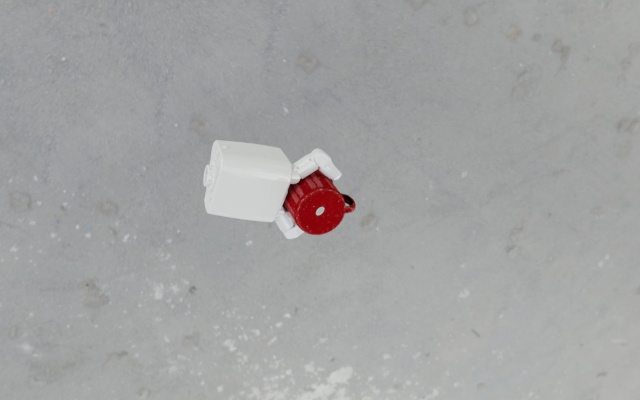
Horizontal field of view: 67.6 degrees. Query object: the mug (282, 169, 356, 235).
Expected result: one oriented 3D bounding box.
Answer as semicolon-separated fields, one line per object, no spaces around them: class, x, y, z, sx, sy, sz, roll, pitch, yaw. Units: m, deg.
mug;0.001;0.003;0.748;0.117;0.093;0.081;7;23;-23
